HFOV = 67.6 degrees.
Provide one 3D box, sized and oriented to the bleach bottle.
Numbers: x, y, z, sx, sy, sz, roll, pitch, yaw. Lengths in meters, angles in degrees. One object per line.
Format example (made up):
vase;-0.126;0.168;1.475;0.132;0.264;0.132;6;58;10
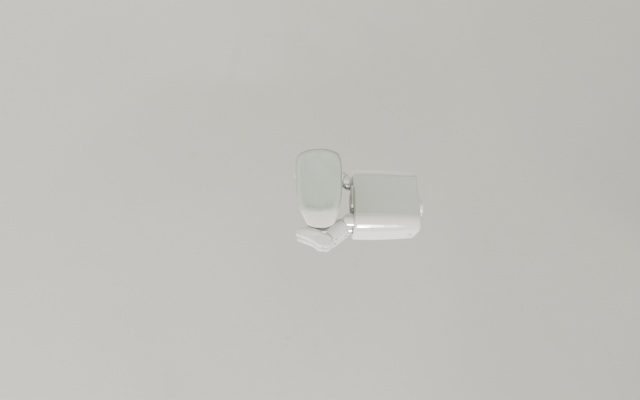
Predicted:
bleach bottle;0.000;0.003;0.800;0.068;0.102;0.251;-1;-14;1
